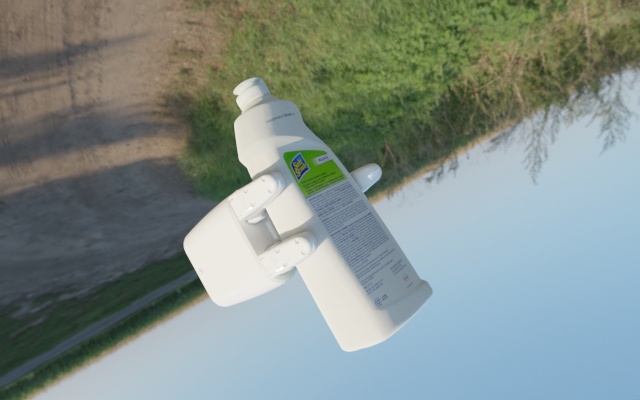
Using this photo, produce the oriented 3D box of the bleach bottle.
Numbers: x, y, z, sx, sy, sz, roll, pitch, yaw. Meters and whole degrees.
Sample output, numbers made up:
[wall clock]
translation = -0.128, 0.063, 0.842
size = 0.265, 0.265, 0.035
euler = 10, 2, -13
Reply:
[bleach bottle]
translation = 0.000, 0.001, 0.434
size = 0.068, 0.251, 0.102
euler = -33, -5, 42
